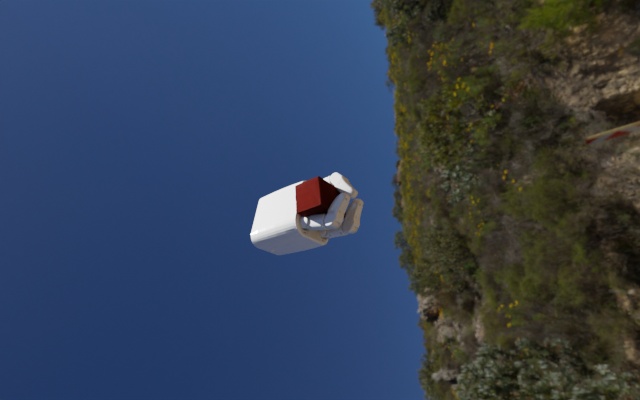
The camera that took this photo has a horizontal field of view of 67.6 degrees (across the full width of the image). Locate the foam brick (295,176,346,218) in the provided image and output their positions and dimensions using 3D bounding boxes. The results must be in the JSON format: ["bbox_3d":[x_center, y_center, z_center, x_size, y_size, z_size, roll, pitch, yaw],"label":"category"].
[{"bbox_3d":[0.000,0.002,0.798,0.051,0.053,0.078,-18,-29,29],"label":"foam brick"}]
